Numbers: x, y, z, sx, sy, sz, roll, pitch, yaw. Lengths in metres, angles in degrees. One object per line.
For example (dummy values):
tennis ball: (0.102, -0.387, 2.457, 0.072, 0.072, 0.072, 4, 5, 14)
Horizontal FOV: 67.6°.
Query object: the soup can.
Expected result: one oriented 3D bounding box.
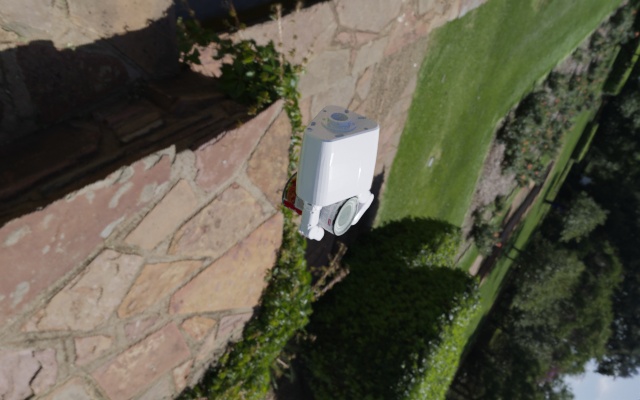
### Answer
soup can: (0.000, 0.003, 0.744, 0.102, 0.068, 0.068, 28, 13, 26)
